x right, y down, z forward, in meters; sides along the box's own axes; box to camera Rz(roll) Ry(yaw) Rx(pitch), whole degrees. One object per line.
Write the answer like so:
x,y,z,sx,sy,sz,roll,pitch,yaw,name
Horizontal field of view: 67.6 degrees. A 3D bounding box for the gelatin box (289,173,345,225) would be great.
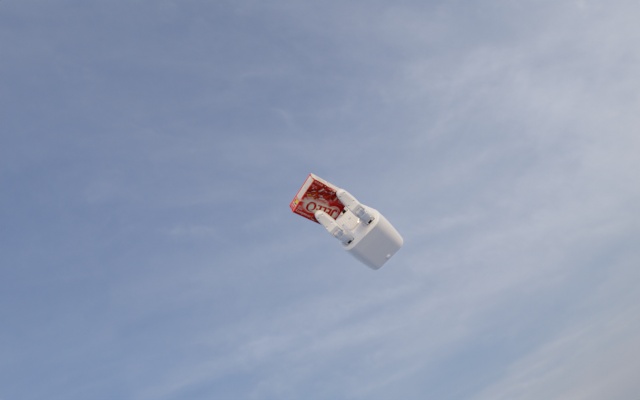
0.000,0.002,0.867,0.089,0.073,0.030,27,15,-30,gelatin box
